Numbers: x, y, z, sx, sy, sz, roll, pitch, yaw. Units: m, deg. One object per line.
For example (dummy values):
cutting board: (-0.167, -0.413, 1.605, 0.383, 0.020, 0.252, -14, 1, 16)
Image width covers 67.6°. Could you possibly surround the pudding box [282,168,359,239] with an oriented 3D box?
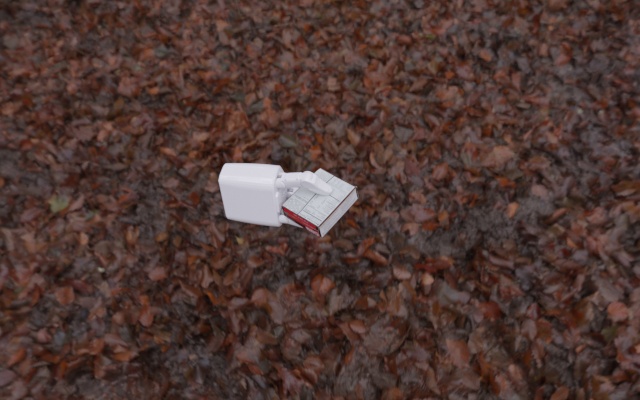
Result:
pudding box: (0.000, 0.003, 0.860, 0.090, 0.113, 0.039, 30, -26, 28)
